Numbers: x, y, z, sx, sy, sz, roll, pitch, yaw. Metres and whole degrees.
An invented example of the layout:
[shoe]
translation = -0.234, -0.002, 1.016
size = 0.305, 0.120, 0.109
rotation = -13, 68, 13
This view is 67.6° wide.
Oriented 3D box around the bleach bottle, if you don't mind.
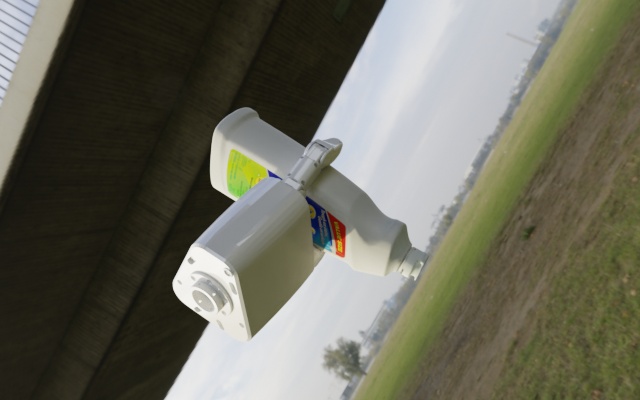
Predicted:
[bleach bottle]
translation = 0.000, 0.002, 0.509
size = 0.251, 0.103, 0.068
rotation = 30, 45, 15
